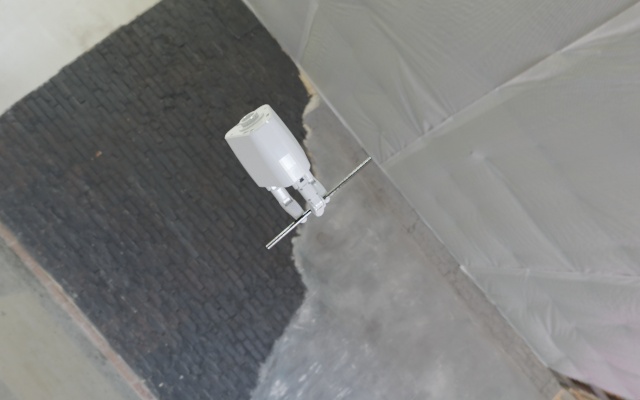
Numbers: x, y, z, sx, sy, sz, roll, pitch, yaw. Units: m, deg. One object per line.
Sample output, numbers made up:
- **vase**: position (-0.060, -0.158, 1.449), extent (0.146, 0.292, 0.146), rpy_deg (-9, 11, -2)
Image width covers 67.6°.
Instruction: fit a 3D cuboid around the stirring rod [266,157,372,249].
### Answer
- **stirring rod**: position (0.000, 0.003, 0.828), extent (0.239, 0.011, 0.011), rpy_deg (-41, 9, -11)
